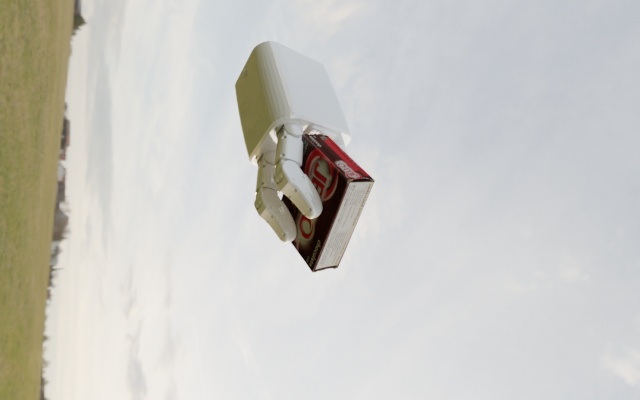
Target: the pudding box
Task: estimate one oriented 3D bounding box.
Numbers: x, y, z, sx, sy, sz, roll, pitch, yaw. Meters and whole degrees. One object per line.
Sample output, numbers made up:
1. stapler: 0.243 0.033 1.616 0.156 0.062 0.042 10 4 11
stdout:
1. pudding box: 0.000 0.002 0.489 0.039 0.113 0.090 -4 36 -33
